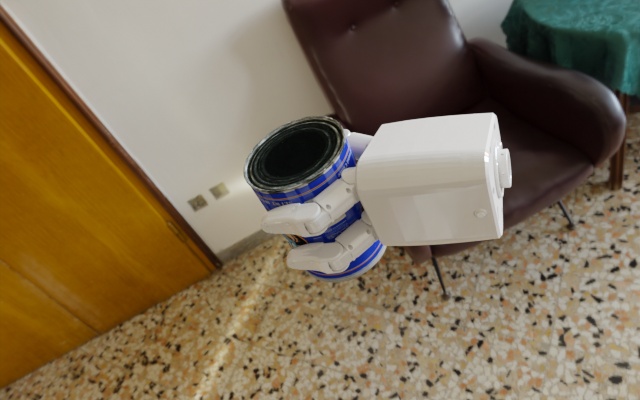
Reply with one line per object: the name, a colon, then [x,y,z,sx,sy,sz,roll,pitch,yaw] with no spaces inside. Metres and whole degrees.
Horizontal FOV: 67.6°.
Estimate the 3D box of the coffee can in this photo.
coffee can: [0.000,0.002,0.484,0.103,0.102,0.140,0,-42,30]
